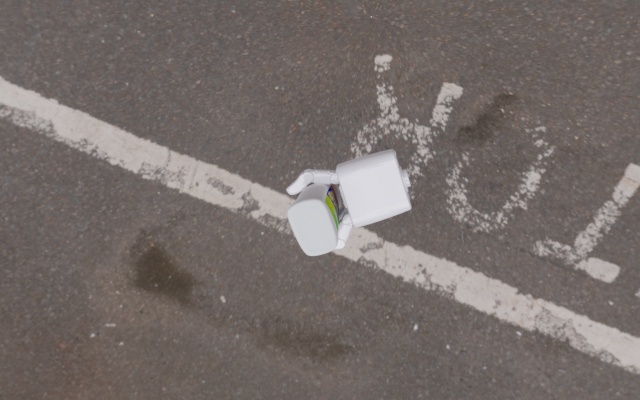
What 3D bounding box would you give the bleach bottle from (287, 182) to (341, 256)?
[{"bbox_3d":[0.000,0.003,0.879,0.068,0.102,0.250,-17,18,12],"label":"bleach bottle"}]
